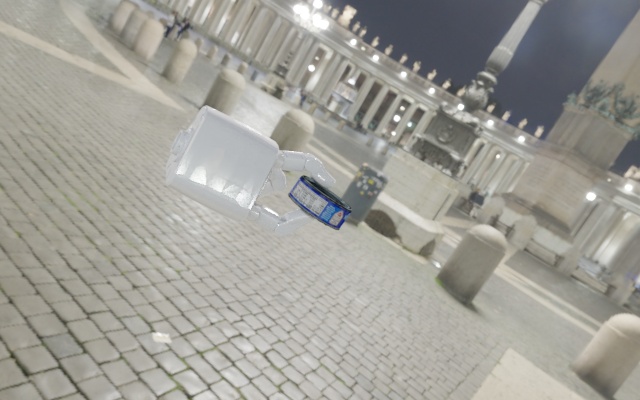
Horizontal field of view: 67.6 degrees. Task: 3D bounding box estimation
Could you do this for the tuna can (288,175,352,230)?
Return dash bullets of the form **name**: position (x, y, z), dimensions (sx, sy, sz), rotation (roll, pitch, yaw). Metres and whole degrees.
- **tuna can**: position (0.000, 0.002, 0.649), dimensions (0.086, 0.034, 0.086), rotation (34, 7, -5)
